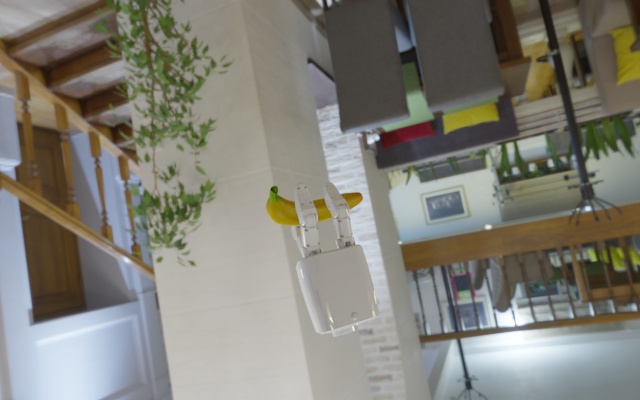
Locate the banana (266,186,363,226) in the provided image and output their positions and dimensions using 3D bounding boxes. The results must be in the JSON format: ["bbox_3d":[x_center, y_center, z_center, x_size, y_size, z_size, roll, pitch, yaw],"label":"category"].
[{"bbox_3d":[-0.014,0.011,0.728,0.198,0.037,0.070,0,-29,-48],"label":"banana"}]
